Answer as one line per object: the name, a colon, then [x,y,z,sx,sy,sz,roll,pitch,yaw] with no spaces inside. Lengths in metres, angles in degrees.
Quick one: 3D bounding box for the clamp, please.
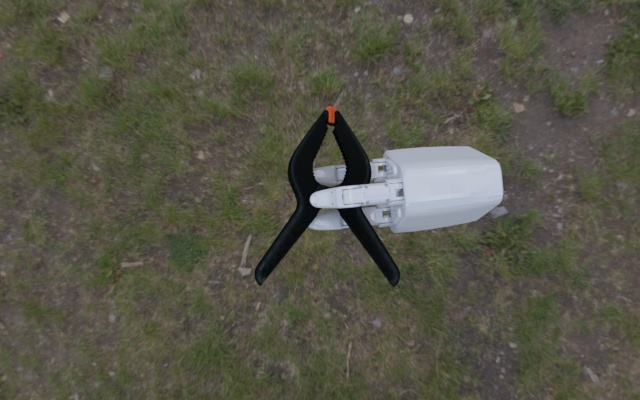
clamp: [0.000,0.001,0.541,0.164,0.210,0.036,-6,1,-4]
